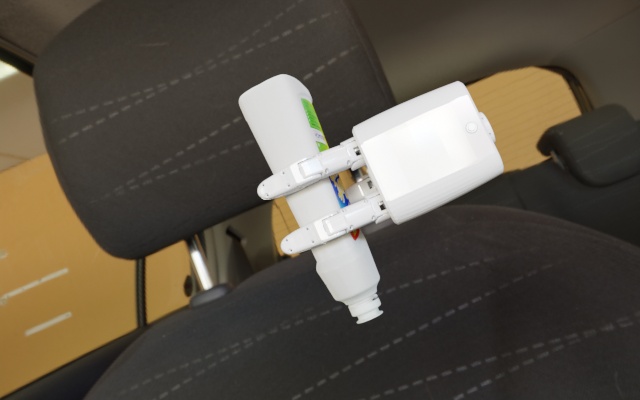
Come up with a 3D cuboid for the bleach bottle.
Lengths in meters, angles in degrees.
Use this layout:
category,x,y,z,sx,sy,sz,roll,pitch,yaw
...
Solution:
category,x,y,z,sx,sy,sz,roll,pitch,yaw
bleach bottle,0.000,0.002,0.492,0.068,0.251,0.102,-25,-7,11
